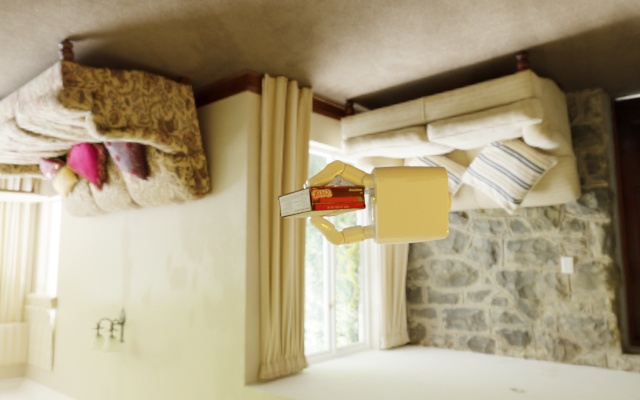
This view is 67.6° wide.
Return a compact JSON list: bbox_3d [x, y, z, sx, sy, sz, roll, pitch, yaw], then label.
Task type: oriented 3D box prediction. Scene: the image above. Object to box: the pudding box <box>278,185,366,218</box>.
[{"bbox_3d":[0.000,0.002,0.702,0.090,0.039,0.113,-1,-8,-28],"label":"pudding box"}]
